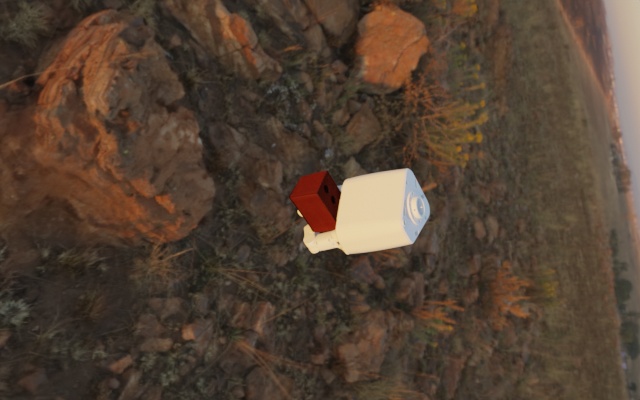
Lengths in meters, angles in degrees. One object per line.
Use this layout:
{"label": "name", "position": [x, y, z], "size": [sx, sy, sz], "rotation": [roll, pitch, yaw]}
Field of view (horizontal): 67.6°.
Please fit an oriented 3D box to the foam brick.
{"label": "foam brick", "position": [0.000, 0.002, 0.724], "size": [0.051, 0.078, 0.053], "rotation": [-11, 37, 34]}
